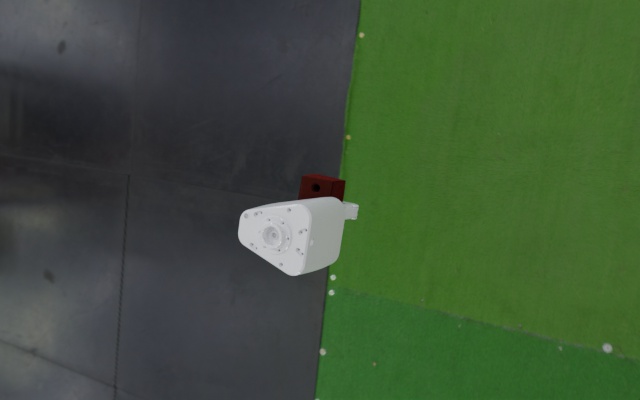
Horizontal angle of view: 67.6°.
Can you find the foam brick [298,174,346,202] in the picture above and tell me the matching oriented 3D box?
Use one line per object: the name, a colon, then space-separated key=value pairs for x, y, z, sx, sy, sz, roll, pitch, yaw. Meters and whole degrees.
foam brick: x=0.000 y=0.002 z=0.720 sx=0.053 sy=0.078 sz=0.051 roll=12 pitch=8 yaw=24
